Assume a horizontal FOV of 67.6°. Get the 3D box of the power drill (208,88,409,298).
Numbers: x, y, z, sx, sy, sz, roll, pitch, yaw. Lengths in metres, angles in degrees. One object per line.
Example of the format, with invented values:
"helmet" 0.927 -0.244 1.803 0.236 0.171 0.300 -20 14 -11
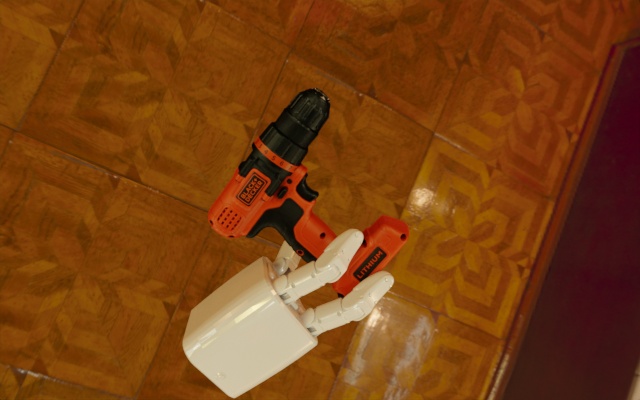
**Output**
"power drill" 0.000 0.002 0.509 0.187 0.184 0.057 37 16 -7
